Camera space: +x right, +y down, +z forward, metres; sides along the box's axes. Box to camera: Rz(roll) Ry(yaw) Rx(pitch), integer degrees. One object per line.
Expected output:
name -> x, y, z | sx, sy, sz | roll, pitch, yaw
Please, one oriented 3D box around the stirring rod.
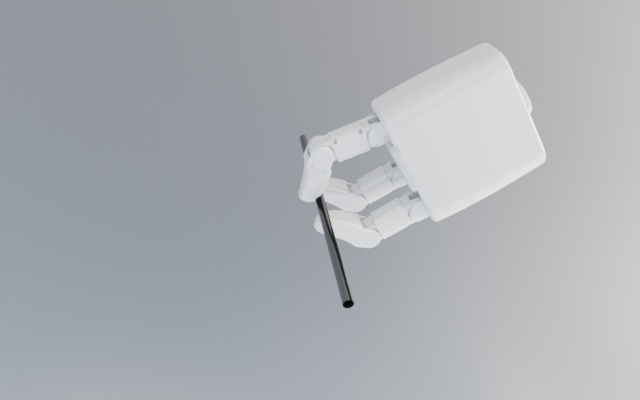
stirring rod -> 0.000, 0.001, 0.419 | 0.011, 0.011, 0.239 | 0, 35, -11
